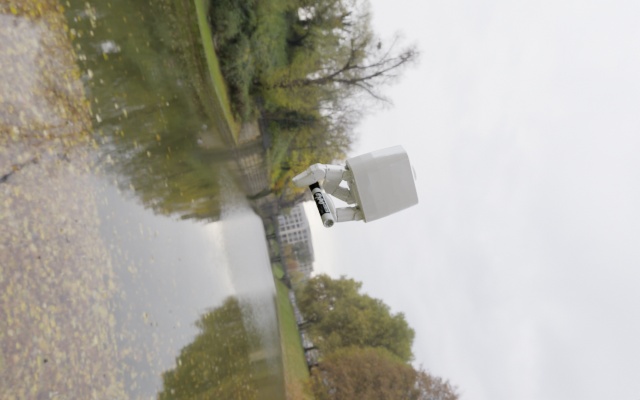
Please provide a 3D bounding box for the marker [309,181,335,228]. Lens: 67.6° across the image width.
[{"bbox_3d":[0.000,0.003,0.787,0.020,0.020,0.121,0,33,-15],"label":"marker"}]
